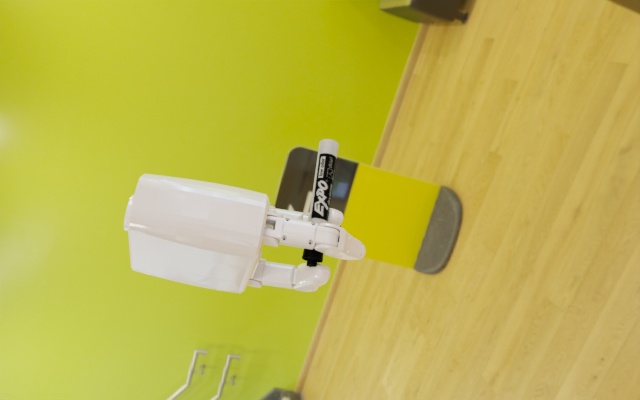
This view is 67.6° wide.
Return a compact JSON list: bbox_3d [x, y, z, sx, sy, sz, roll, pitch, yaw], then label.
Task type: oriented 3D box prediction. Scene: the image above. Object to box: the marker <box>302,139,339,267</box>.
[{"bbox_3d":[0.000,0.001,0.437,0.020,0.121,0.020,7,-19,3],"label":"marker"}]
